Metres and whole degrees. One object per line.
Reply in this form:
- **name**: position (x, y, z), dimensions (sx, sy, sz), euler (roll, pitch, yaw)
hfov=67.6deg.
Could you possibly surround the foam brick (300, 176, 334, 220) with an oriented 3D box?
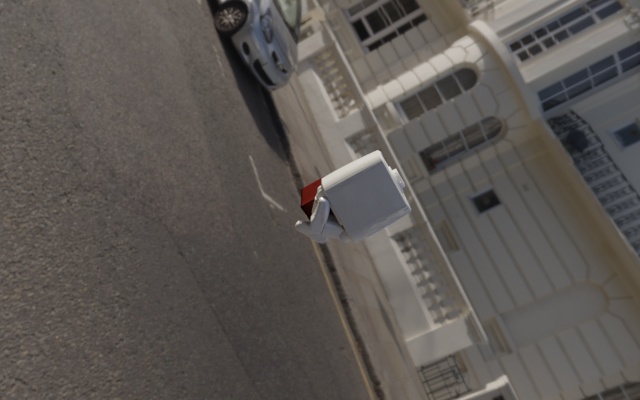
- **foam brick**: position (0.000, 0.003, 0.840), dimensions (0.051, 0.053, 0.078), euler (-30, 22, 12)
